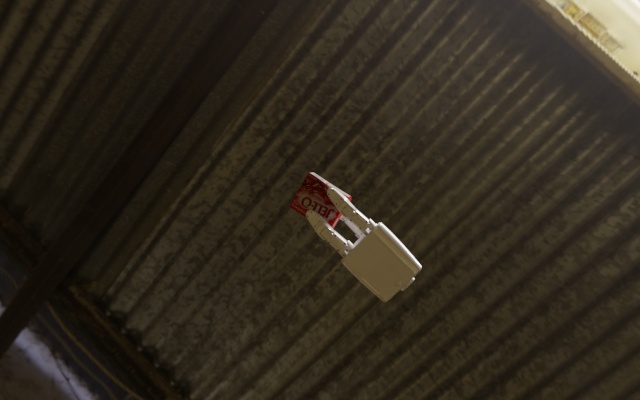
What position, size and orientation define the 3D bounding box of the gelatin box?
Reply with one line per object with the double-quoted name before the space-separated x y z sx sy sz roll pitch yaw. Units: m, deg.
"gelatin box" 0.000 0.003 0.854 0.089 0.073 0.030 33 11 12
